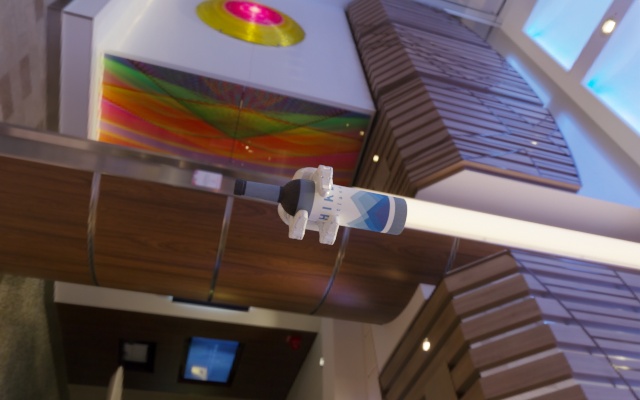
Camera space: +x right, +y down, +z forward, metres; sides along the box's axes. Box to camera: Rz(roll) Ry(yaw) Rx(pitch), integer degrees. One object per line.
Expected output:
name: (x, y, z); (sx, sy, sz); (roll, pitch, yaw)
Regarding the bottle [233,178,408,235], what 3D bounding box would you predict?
bottle: (0.000, 0.003, 0.817); (0.296, 0.069, 0.069); (10, -2, -12)
